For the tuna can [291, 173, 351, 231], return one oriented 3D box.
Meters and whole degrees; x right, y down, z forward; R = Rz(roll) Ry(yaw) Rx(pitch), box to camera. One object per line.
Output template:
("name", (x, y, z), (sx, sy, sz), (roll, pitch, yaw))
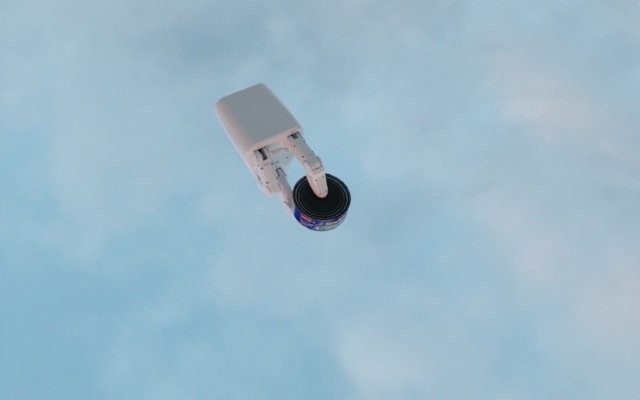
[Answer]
("tuna can", (0.000, 0.003, 0.701), (0.086, 0.086, 0.034), (0, -35, -8))
